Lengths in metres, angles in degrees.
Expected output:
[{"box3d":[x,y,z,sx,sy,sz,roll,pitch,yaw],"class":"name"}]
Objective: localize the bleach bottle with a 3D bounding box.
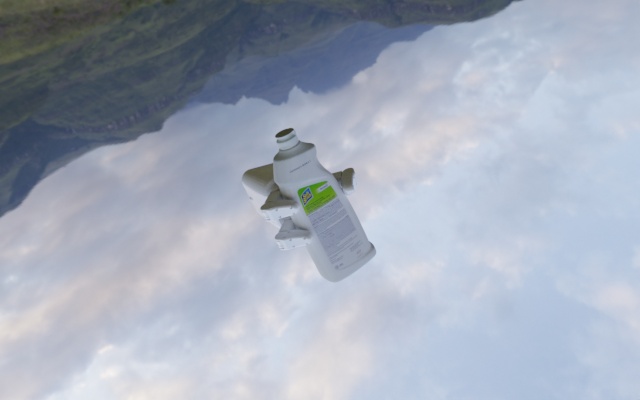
[{"box3d":[0.000,0.002,0.731,0.102,0.251,0.068,-34,29,-20],"class":"bleach bottle"}]
